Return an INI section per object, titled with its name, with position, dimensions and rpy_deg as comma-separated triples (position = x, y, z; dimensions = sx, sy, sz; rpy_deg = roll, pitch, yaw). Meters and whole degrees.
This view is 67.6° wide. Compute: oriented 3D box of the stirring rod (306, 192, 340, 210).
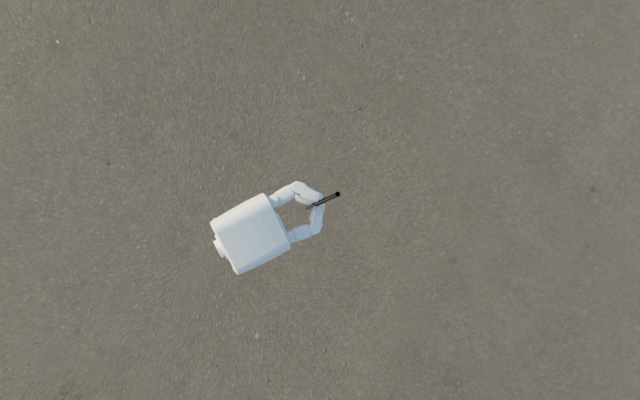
[stirring rod]
position = 0.000, 0.003, 0.829
dimensions = 0.011, 0.011, 0.239
rpy_deg = 0, -6, -12
